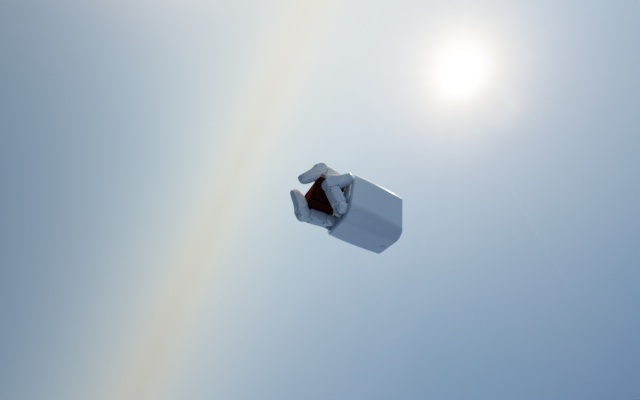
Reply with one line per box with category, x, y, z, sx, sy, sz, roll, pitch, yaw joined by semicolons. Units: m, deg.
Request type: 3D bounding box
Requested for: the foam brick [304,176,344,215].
foam brick;0.000;0.003;0.869;0.051;0.053;0.078;24;-32;-11
